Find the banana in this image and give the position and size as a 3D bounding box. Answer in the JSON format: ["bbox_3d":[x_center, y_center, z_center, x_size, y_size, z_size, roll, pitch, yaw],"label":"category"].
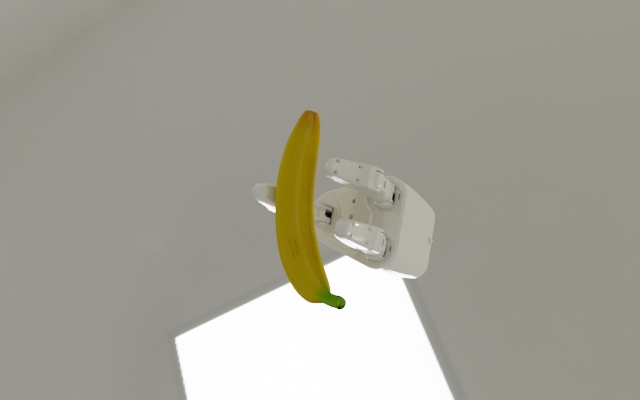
[{"bbox_3d":[-0.014,0.011,0.442,0.070,0.197,0.037,-26,-30,32],"label":"banana"}]
